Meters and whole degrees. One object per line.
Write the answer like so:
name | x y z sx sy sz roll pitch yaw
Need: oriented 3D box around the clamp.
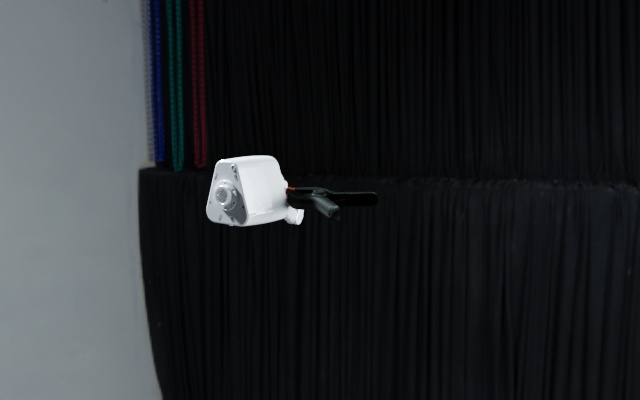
clamp | 0.000 0.002 0.816 0.171 0.039 0.120 4 10 32
